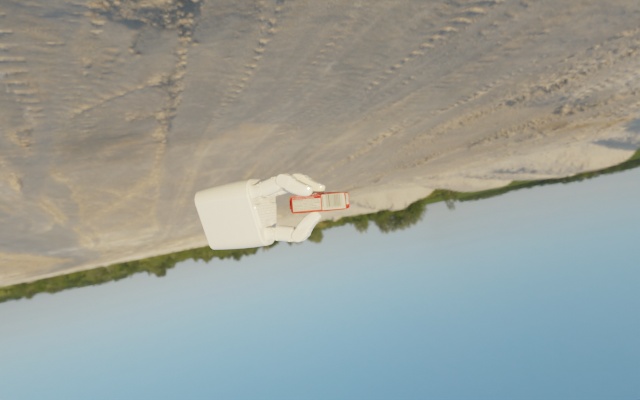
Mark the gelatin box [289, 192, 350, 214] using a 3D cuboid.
[{"bbox_3d":[0.000,0.003,0.771,0.089,0.030,0.073,-5,0,8],"label":"gelatin box"}]
